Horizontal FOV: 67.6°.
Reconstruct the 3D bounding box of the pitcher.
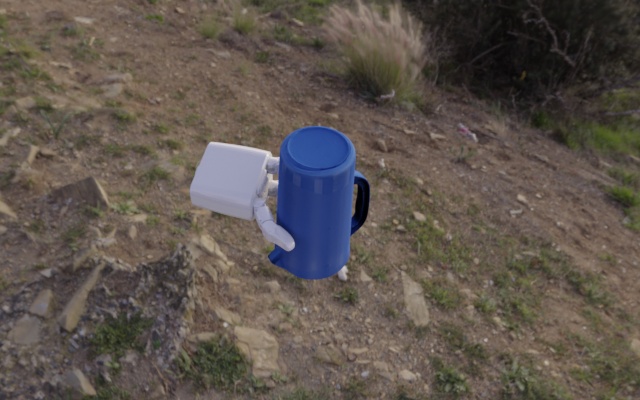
[{"bbox_3d":[0.000,0.002,0.760,0.145,0.149,0.243,14,-41,9],"label":"pitcher"}]
